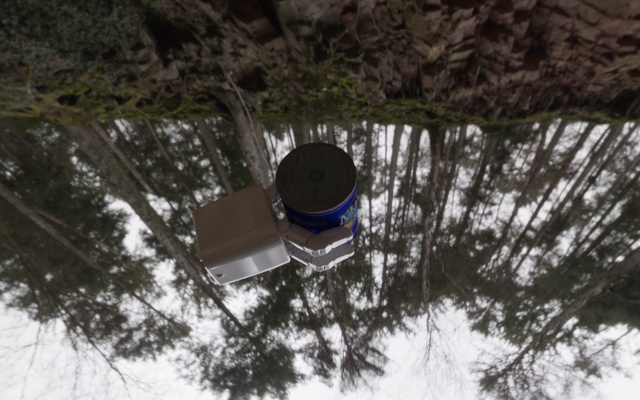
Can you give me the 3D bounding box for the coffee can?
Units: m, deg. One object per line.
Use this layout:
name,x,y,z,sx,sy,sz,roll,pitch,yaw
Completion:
coffee can,0.000,0.002,0.655,0.103,0.102,0.140,0,-29,6
